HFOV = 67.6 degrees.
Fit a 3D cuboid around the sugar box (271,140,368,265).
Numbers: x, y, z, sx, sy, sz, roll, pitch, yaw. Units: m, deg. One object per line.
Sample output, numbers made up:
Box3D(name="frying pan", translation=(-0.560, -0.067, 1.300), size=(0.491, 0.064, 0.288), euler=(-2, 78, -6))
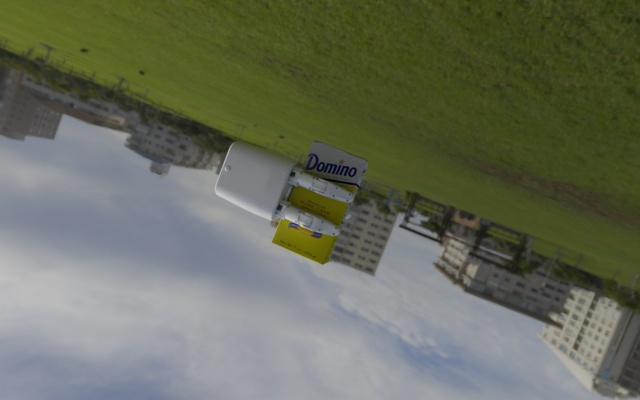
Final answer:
Box3D(name="sugar box", translation=(0.000, 0.002, 0.752), size=(0.093, 0.176, 0.048), euler=(22, 3, 11))
